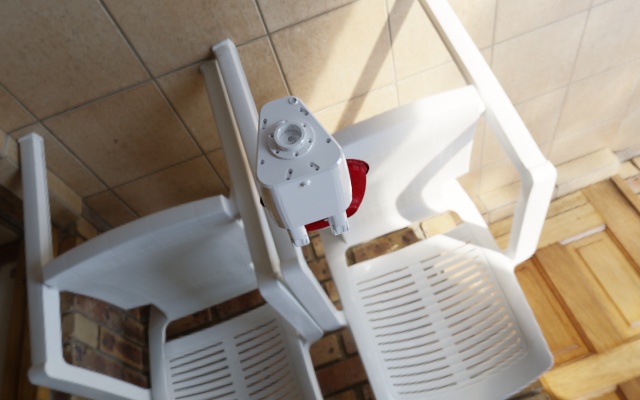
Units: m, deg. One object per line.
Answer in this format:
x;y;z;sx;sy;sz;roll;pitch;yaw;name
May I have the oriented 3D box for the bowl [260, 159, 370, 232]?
0.001;0.003;0.666;0.162;0.055;0.162;-17;-15;-5;bowl
